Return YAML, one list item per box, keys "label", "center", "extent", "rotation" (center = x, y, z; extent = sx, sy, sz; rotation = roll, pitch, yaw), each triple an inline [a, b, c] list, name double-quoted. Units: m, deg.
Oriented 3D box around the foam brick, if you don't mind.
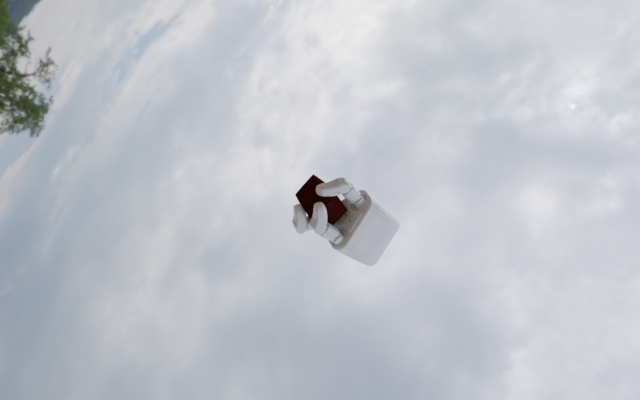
- label: "foam brick"
  center: [0.000, 0.002, 0.848]
  extent: [0.051, 0.053, 0.078]
  rotation: [33, 16, -41]
